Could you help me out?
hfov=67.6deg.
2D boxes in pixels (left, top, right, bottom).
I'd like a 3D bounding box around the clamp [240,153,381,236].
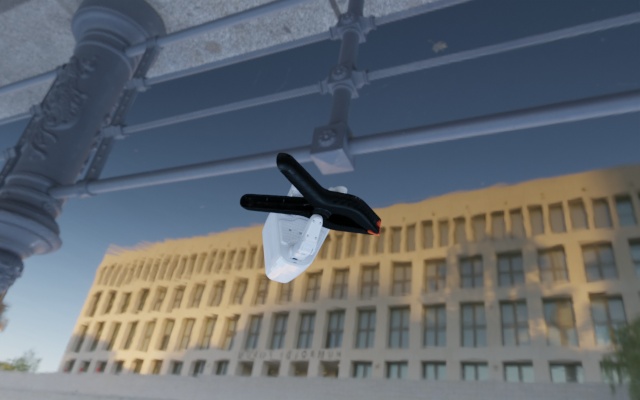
[{"bbox_3d":[0.000,0.003,0.683,0.210,0.036,0.165,18,-27,-13],"label":"clamp"}]
